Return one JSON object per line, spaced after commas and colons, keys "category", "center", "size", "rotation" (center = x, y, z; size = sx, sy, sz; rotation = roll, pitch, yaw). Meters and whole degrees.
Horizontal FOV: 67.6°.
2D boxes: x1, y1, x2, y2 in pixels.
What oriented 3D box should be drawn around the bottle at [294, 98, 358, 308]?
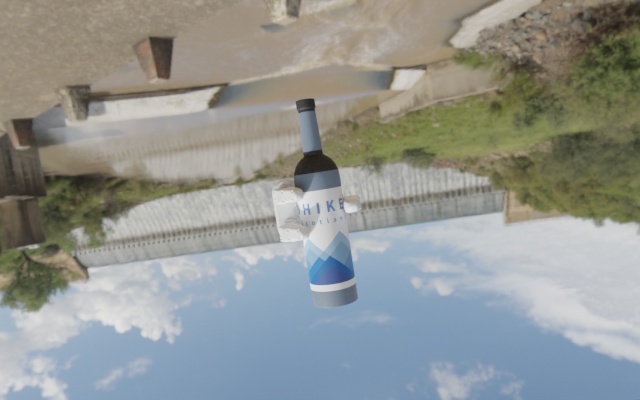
{"category": "bottle", "center": [0.000, 0.003, 0.690], "size": [0.069, 0.296, 0.069], "rotation": [-9, 4, 1]}
